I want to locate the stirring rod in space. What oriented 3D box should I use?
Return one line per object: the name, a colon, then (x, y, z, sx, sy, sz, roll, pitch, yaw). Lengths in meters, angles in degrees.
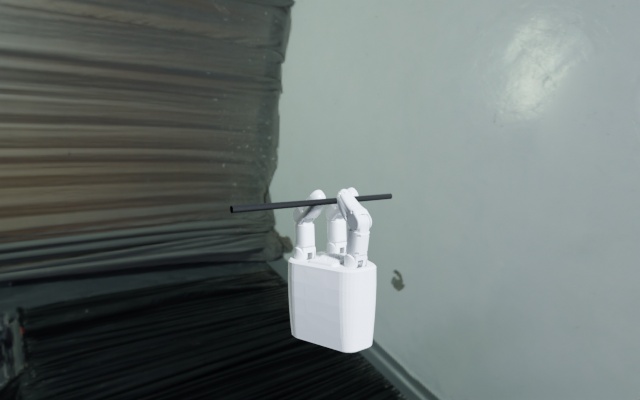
stirring rod: (0.000, 0.002, 0.586, 0.239, 0.011, 0.011, -5, 3, -37)
